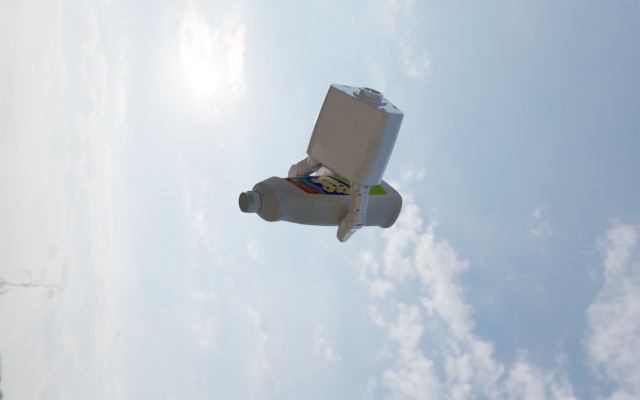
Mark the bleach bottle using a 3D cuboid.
[{"bbox_3d":[0.000,0.002,0.705,0.251,0.068,0.102,-3,33,-39],"label":"bleach bottle"}]
